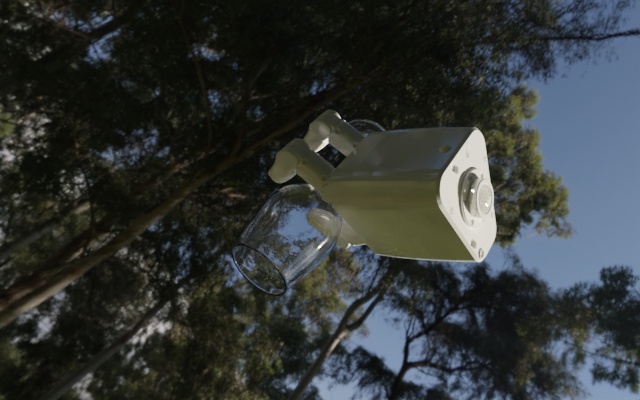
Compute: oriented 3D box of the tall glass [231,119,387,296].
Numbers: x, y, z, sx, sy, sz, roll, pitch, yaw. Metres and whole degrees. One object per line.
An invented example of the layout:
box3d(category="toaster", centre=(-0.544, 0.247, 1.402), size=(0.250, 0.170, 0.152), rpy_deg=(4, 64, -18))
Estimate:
box3d(category="tall glass", centre=(0.000, 0.001, 0.473), size=(0.079, 0.079, 0.201), rpy_deg=(0, 37, 44))
